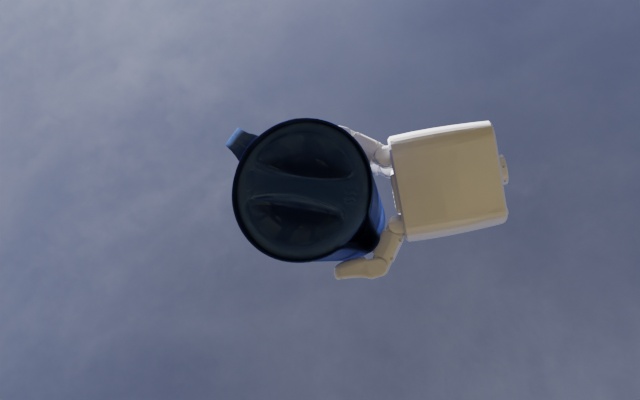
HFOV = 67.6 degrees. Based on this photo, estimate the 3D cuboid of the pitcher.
[{"bbox_3d":[0.000,0.002,0.540,0.145,0.149,0.243,-10,-12,11],"label":"pitcher"}]
